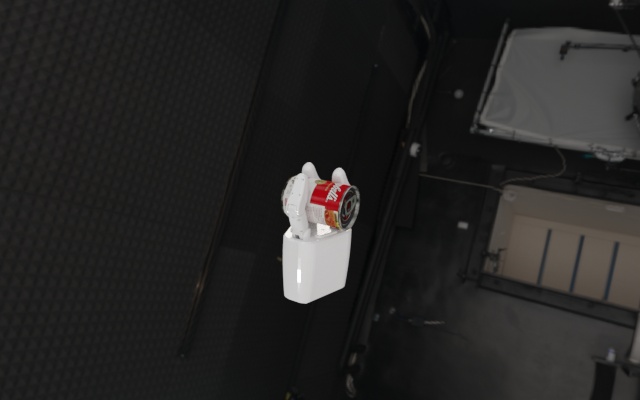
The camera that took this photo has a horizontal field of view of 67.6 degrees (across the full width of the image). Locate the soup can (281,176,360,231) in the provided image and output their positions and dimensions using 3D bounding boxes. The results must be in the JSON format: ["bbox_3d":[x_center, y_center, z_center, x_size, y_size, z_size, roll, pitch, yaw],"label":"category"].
[{"bbox_3d":[0.000,0.002,0.728,0.102,0.068,0.068,12,6,27],"label":"soup can"}]
